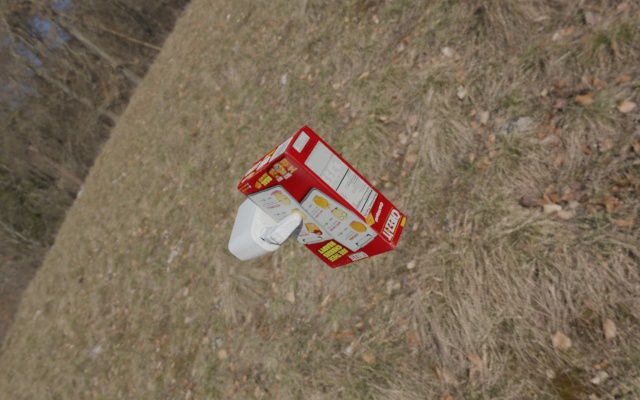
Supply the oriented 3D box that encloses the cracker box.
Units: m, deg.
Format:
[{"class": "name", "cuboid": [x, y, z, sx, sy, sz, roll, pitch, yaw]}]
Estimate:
[{"class": "cracker box", "cuboid": [0.000, 0.002, 0.731, 0.214, 0.072, 0.164, 41, -35, -16]}]
